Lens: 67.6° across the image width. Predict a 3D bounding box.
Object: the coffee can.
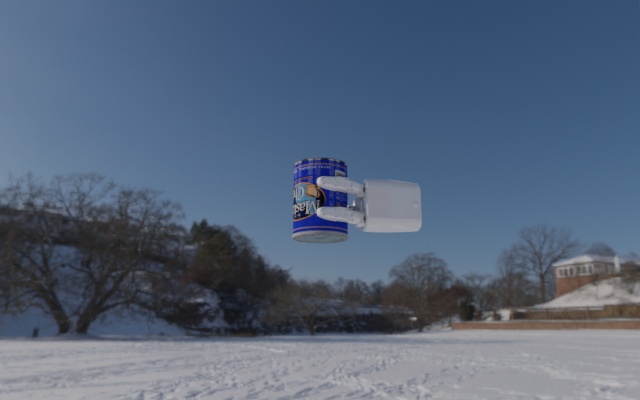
[{"bbox_3d":[0.000,0.003,0.886,0.103,0.140,0.103,0,-14,0],"label":"coffee can"}]
